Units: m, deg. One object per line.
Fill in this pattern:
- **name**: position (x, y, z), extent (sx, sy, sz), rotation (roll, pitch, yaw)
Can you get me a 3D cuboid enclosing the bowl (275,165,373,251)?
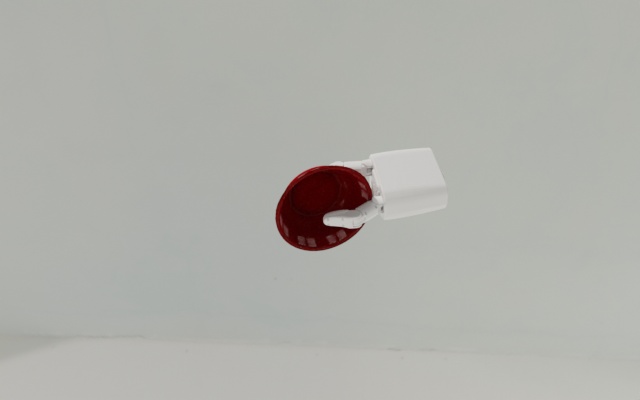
- **bowl**: position (-0.001, 0.002, 0.768), extent (0.162, 0.162, 0.055), rotation (0, 33, -22)
